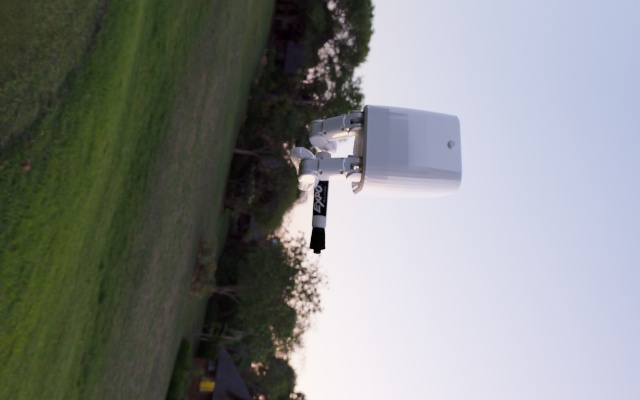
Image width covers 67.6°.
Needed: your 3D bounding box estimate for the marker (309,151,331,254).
[{"bbox_3d":[0.000,0.002,0.549,0.020,0.121,0.020,3,-19,1],"label":"marker"}]
